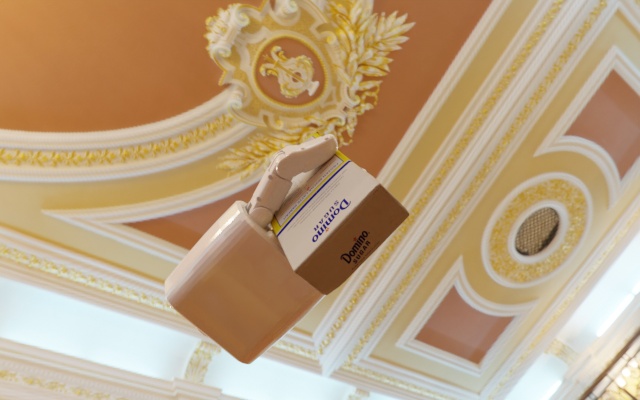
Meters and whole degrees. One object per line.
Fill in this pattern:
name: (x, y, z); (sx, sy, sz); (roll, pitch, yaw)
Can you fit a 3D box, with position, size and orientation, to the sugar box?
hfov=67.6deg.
sugar box: (0.000, 0.002, 0.430); (0.048, 0.093, 0.176); (42, 5, -29)
